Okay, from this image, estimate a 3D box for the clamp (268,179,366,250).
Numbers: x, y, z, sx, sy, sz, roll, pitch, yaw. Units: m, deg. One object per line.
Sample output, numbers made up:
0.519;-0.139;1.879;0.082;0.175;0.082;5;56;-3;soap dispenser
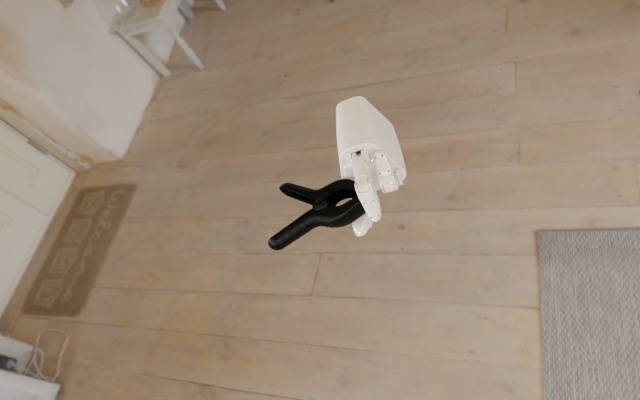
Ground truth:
0.000;0.002;0.708;0.171;0.120;0.039;-18;-38;16;clamp
